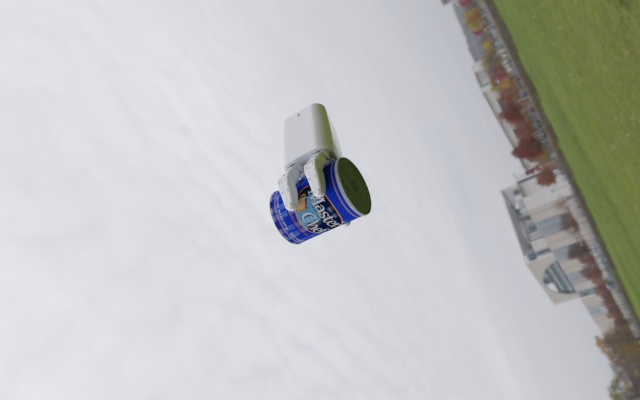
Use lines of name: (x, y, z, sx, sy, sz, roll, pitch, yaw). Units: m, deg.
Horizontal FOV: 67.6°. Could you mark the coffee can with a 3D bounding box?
coffee can: (0.000, 0.003, 0.802, 0.140, 0.103, 0.103, -25, -12, 26)
